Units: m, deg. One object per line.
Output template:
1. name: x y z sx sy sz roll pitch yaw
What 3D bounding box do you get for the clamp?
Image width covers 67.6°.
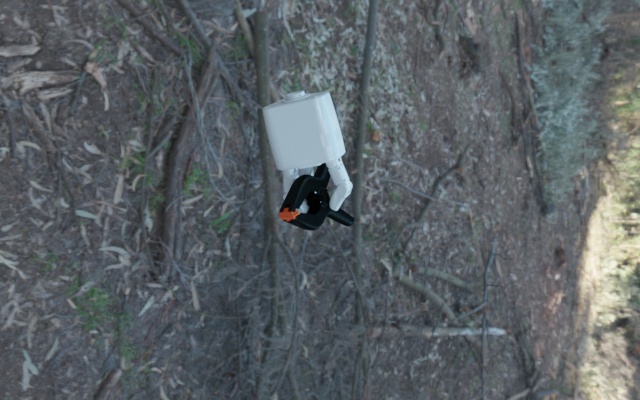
1. clamp: 0.001 0.003 0.832 0.036 0.164 0.210 -6 21 32
